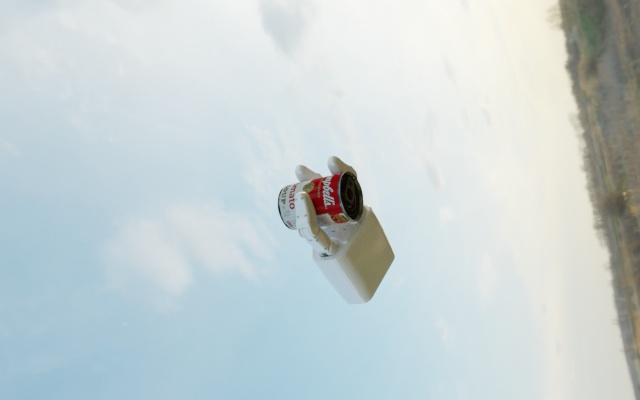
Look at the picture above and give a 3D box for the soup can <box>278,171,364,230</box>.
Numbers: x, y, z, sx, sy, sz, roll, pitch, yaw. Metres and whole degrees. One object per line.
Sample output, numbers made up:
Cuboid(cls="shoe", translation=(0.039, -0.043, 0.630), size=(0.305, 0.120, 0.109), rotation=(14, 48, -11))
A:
Cuboid(cls="soup can", translation=(0.000, 0.002, 0.665), size=(0.102, 0.068, 0.068), rotation=(-11, -6, 30))
